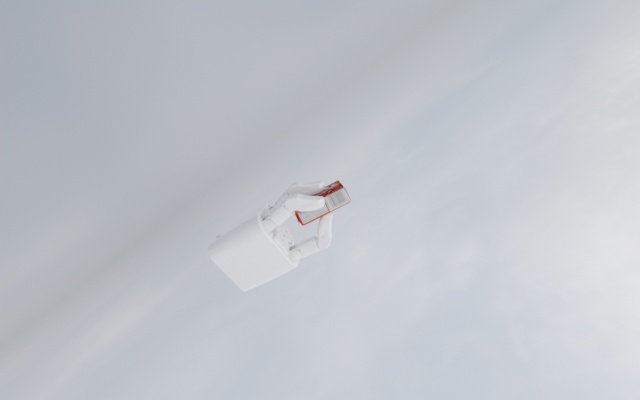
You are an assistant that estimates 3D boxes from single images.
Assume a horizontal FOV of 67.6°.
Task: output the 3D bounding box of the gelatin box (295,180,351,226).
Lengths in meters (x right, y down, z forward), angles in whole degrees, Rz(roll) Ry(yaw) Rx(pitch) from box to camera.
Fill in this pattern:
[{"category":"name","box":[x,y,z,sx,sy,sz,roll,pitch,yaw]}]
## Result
[{"category":"gelatin box","box":[0.001,0.003,0.773,0.089,0.030,0.073,-27,12,0]}]
